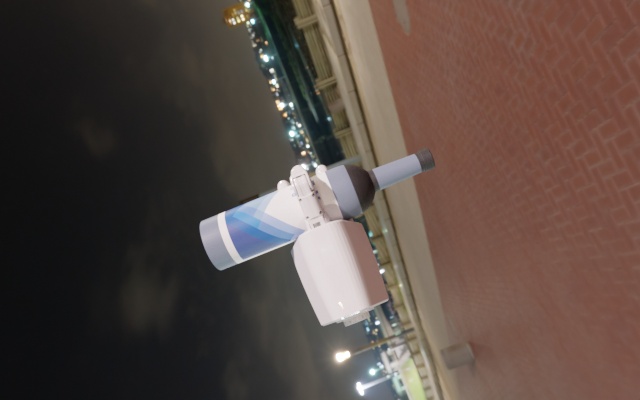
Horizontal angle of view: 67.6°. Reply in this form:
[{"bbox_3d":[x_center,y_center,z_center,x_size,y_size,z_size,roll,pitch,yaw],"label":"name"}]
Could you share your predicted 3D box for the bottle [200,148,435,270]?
[{"bbox_3d":[0.000,0.002,0.595,0.296,0.069,0.069,-22,-1,1],"label":"bottle"}]
